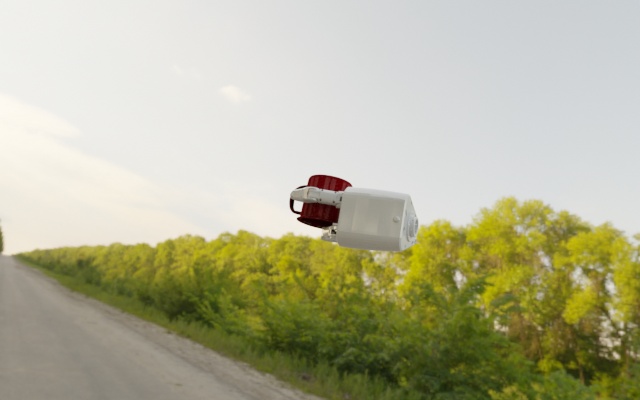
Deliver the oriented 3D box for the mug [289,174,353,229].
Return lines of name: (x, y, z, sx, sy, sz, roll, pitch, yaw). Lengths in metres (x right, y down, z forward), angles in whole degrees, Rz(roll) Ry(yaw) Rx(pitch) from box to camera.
mug: (-0.001, 0.002, 0.847, 0.117, 0.081, 0.093, 6, -14, 23)
